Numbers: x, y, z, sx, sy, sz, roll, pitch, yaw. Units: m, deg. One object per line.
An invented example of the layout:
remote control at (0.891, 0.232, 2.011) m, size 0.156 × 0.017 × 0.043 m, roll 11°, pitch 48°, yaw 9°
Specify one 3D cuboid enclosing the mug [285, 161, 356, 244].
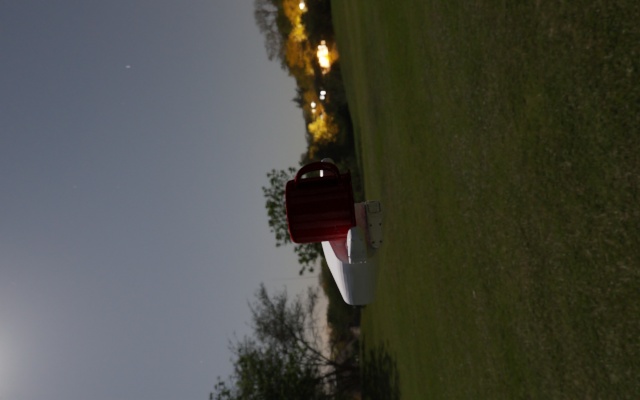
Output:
mug at (0.000, 0.001, 0.590) m, size 0.081 × 0.117 × 0.093 m, roll -6°, pitch 43°, yaw 3°
